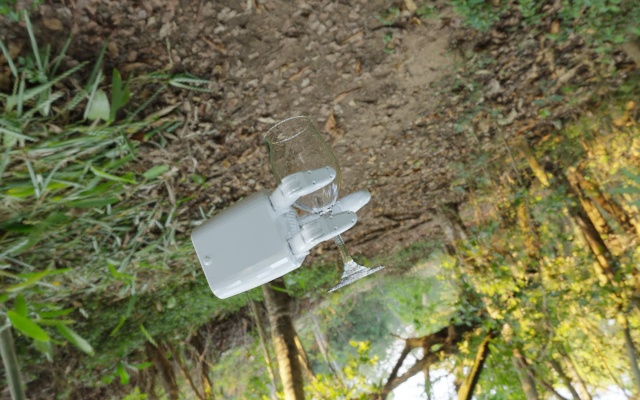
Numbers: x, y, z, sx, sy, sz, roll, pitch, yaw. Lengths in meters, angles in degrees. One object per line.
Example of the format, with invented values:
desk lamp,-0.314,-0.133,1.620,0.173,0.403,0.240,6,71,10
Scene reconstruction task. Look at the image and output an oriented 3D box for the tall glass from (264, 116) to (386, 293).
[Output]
tall glass,0.001,0.002,0.565,0.079,0.201,0.079,-24,-11,-5
